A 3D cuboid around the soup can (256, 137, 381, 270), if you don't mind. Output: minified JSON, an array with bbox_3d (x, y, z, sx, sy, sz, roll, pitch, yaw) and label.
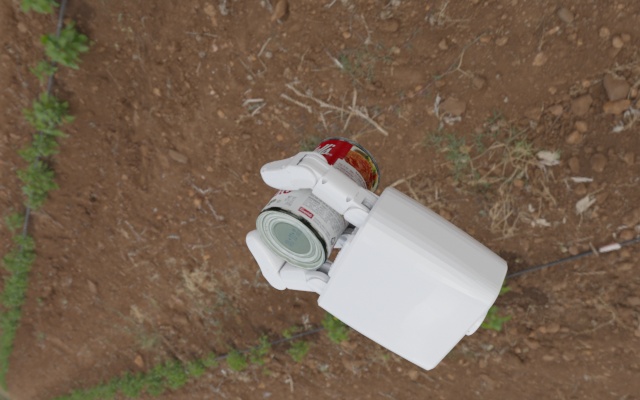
[{"bbox_3d":[0.000,0.001,0.412,0.068,0.068,0.102,0,39,39],"label":"soup can"}]
